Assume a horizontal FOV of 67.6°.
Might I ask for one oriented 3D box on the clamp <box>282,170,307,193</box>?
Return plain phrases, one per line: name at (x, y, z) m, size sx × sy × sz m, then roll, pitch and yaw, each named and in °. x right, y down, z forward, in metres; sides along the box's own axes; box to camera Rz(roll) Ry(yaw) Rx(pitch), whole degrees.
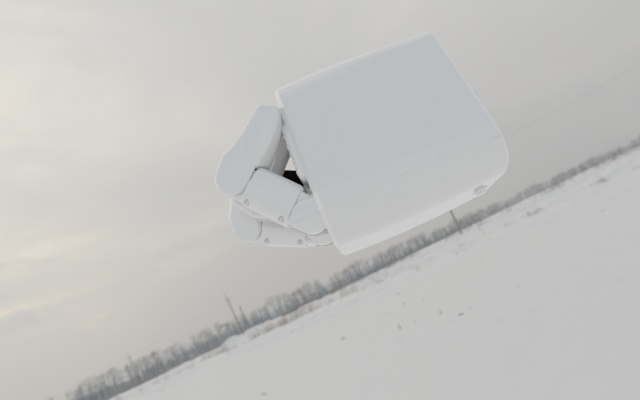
clamp at (0.000, 0.001, 0.406) m, size 0.120 × 0.039 × 0.171 m, roll -20°, pitch -9°, yaw 2°
